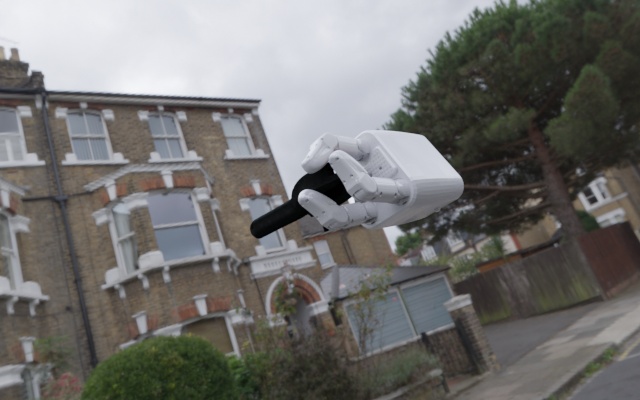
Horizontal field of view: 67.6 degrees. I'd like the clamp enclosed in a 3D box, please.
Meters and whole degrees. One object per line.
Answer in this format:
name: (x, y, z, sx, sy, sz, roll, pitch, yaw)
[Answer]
clamp: (0.000, 0.001, 0.590, 0.120, 0.039, 0.171, -5, -23, -41)
